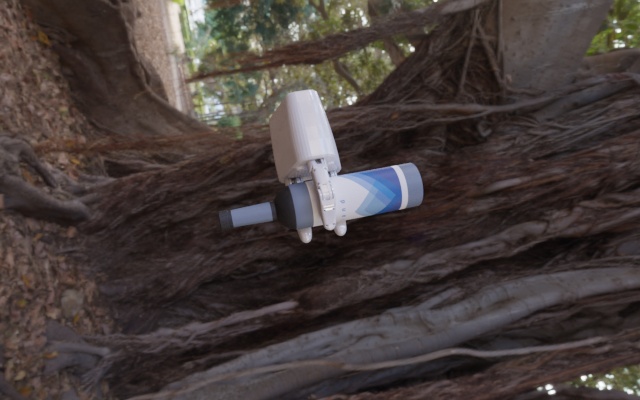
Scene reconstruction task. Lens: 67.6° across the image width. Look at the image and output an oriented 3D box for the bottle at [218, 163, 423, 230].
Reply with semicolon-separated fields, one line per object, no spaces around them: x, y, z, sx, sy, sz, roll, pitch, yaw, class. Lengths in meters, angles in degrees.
0.000;0.002;0.699;0.295;0.069;0.069;-11;2;-10;bottle
